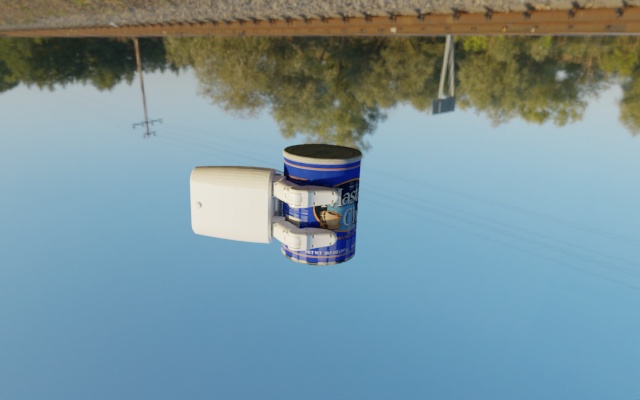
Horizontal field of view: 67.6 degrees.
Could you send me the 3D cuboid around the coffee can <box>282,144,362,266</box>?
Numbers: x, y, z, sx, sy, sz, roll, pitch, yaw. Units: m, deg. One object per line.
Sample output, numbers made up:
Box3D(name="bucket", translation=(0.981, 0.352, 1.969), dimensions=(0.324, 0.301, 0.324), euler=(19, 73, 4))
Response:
Box3D(name="coffee can", translation=(0.000, 0.002, 0.639), dimensions=(0.103, 0.140, 0.102), euler=(2, 17, -1))
